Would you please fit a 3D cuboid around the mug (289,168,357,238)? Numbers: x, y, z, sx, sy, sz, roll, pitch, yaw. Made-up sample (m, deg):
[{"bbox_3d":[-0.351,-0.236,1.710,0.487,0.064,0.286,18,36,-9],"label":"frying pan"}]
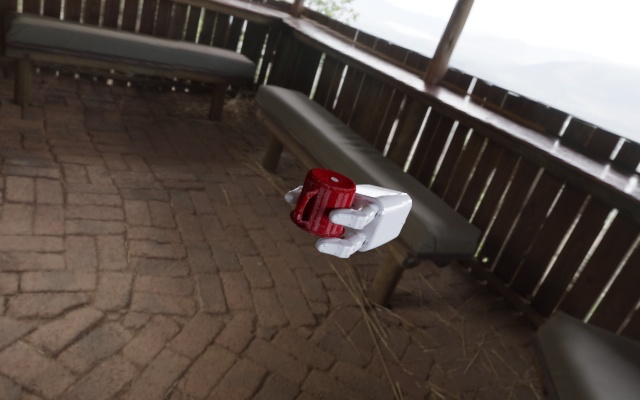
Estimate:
[{"bbox_3d":[-0.001,0.002,0.741,0.093,0.081,0.117,32,25,29],"label":"mug"}]
